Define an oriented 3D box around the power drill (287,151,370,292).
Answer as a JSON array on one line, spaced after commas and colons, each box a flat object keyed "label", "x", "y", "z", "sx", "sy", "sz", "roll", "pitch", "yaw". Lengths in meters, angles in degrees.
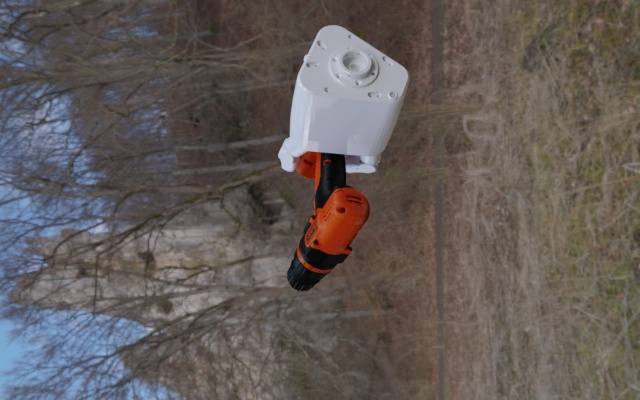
[{"label": "power drill", "x": 0.000, "y": 0.001, "z": 0.605, "sx": 0.057, "sy": 0.187, "sz": 0.184, "roll": 12, "pitch": -41, "yaw": -21}]
